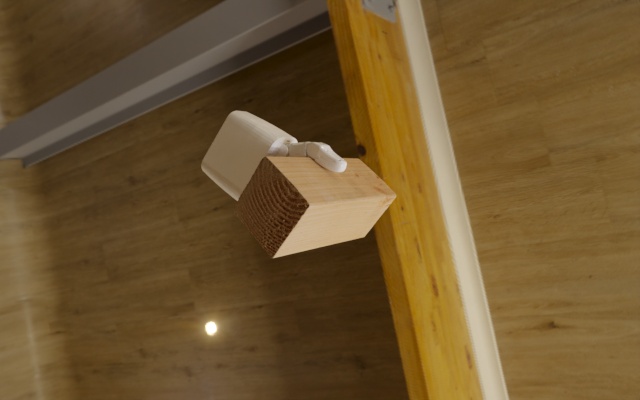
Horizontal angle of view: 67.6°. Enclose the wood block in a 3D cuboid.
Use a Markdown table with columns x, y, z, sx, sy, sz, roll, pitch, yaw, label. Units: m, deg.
| x | y | z | sx | sy | sz | roll | pitch | yaw | label |
| --- | --- | --- | --- | --- | --- | --- | --- | --- | --- |
| 0.000 | 0.002 | 0.642 | 0.090 | 0.091 | 0.206 | 47 | 29 | 24 | wood block |
